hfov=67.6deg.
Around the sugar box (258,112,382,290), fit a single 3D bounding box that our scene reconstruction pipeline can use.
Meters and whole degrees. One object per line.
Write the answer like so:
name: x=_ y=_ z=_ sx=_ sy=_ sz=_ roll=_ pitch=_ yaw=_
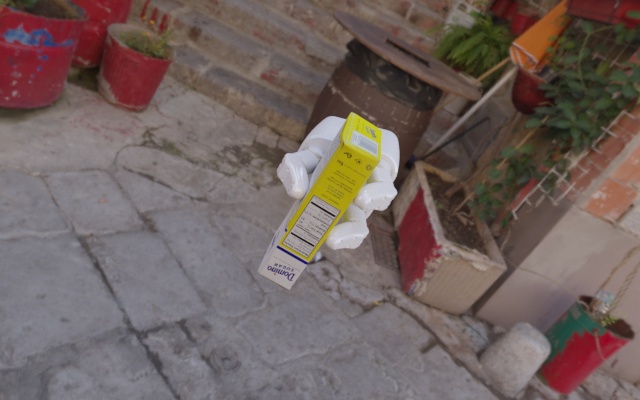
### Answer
sugar box: x=0.001 y=0.002 z=0.501 sx=0.048 sy=0.176 sz=0.093 roll=28 pitch=27 yaw=-5
